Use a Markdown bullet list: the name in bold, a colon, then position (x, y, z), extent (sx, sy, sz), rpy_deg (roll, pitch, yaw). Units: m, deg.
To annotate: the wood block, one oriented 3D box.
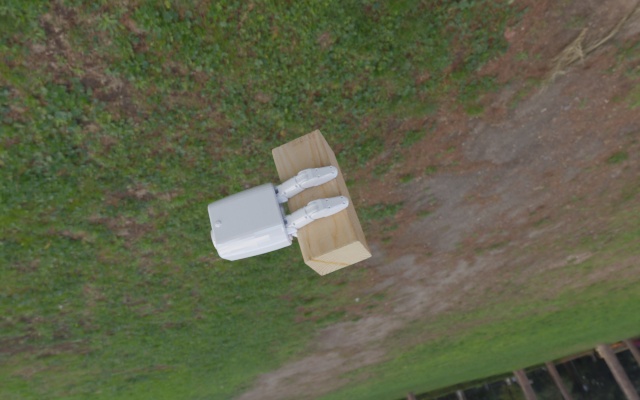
- **wood block**: position (0.000, 0.003, 0.775), extent (0.090, 0.206, 0.091), rpy_deg (-23, -27, 9)
